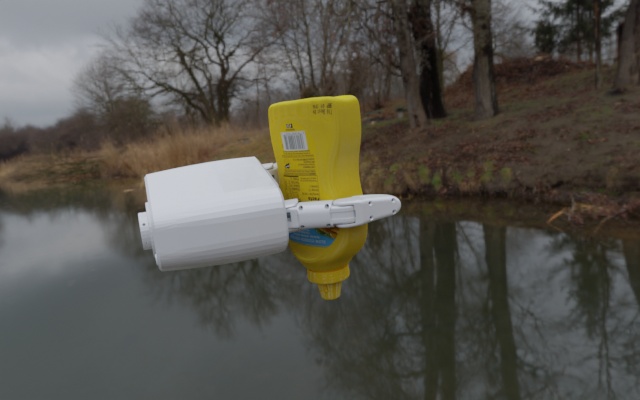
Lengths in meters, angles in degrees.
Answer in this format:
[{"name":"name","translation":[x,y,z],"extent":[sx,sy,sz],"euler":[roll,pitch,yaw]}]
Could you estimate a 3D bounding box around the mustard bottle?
[{"name":"mustard bottle","translation":[0.000,0.001,0.452],"extent":[0.096,0.192,0.058],"euler":[5,14,45]}]
